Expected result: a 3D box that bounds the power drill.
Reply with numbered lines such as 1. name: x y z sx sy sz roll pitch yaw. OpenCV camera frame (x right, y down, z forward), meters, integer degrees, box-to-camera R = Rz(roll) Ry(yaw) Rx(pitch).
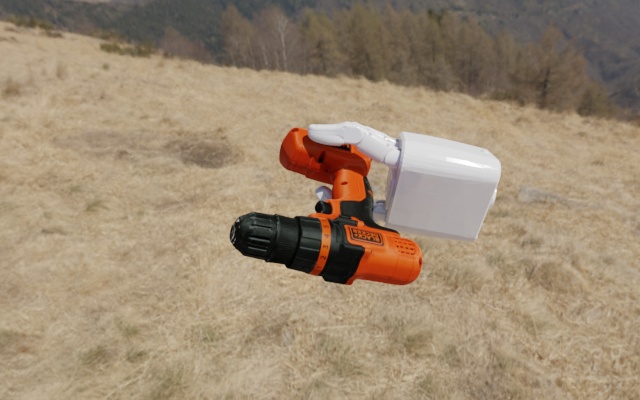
1. power drill: 0.000 0.001 0.489 0.184 0.057 0.187 14 38 -20
